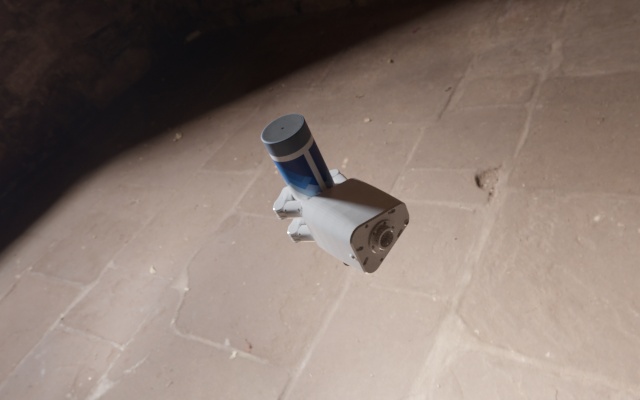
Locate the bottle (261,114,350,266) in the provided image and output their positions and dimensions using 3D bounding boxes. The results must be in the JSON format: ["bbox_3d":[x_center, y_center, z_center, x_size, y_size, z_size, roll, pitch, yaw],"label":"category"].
[{"bbox_3d":[0.000,0.002,0.751,0.069,0.069,0.296,0,-44,30],"label":"bottle"}]
